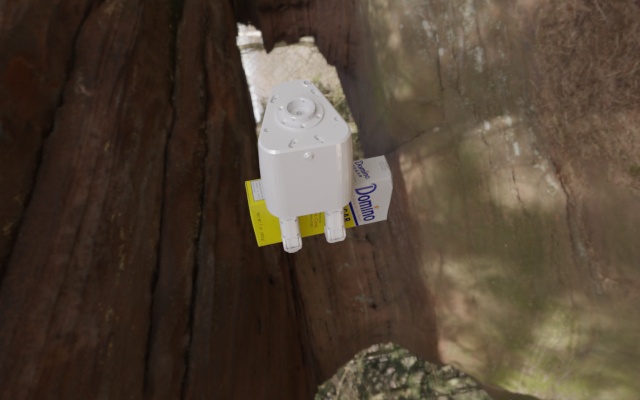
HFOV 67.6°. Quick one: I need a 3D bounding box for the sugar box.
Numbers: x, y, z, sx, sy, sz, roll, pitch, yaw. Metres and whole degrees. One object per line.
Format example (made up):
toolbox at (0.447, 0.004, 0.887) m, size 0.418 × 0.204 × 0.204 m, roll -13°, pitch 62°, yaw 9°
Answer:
sugar box at (0.000, 0.002, 0.605) m, size 0.176 × 0.048 × 0.093 m, roll -10°, pitch -36°, yaw -5°
